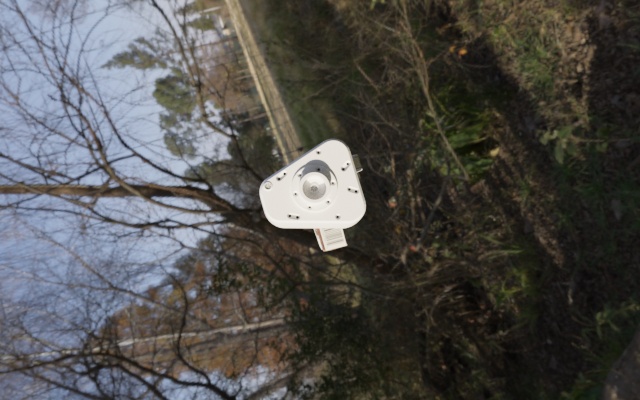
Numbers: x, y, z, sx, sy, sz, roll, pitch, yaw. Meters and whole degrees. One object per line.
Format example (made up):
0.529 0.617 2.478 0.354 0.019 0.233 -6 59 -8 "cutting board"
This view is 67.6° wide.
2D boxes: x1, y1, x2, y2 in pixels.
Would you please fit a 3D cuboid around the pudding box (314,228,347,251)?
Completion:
0.000 0.002 0.676 0.039 0.113 0.090 -15 25 -4 "pudding box"
